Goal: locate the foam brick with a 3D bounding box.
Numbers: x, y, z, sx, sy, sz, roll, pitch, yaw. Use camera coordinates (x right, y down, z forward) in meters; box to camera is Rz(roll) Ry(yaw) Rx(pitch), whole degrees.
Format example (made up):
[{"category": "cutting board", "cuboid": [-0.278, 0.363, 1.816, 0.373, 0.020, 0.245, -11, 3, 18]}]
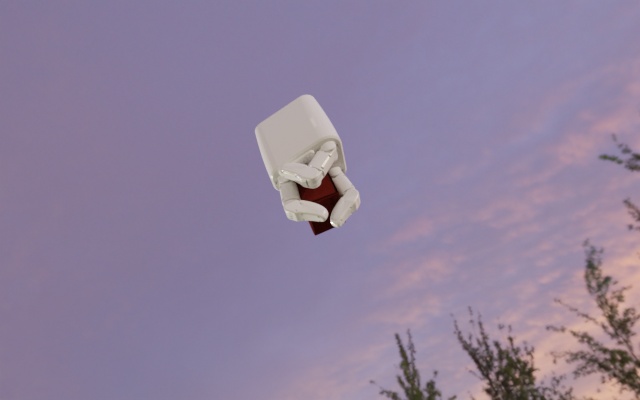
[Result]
[{"category": "foam brick", "cuboid": [0.000, 0.003, 0.692, 0.053, 0.051, 0.078, -22, -38, -5]}]
